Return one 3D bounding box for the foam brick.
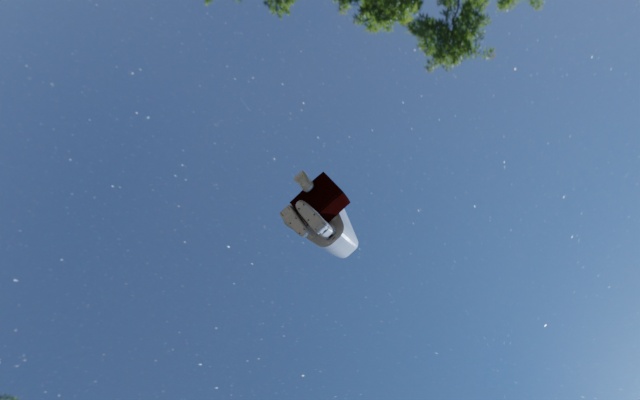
[{"bbox_3d":[0.000,0.002,0.783,0.078,0.053,0.051,-42,-28,3],"label":"foam brick"}]
